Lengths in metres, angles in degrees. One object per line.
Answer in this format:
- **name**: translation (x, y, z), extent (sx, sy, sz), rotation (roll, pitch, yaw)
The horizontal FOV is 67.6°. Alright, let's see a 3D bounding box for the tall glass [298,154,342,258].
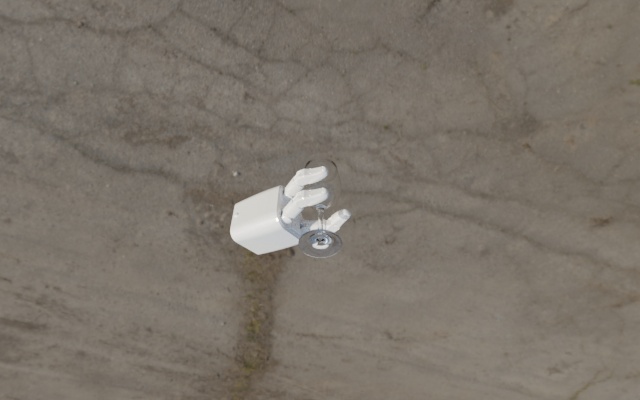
- **tall glass**: translation (0.000, 0.003, 0.872), extent (0.079, 0.200, 0.079), rotation (1, -44, 1)
